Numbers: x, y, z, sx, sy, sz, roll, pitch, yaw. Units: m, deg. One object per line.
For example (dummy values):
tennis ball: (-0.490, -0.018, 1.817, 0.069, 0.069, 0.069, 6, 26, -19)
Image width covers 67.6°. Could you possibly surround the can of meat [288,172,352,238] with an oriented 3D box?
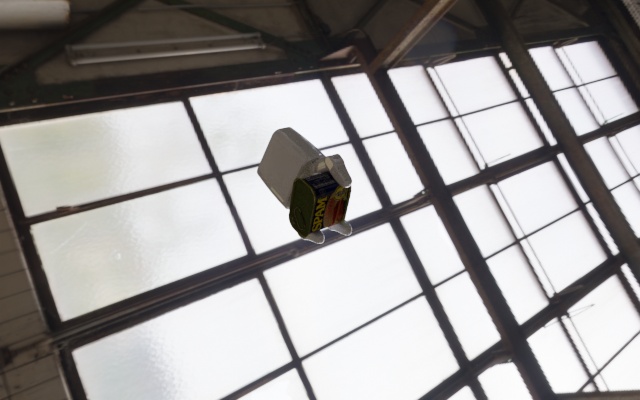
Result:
can of meat: (0.000, 0.002, 0.793, 0.084, 0.102, 0.057, -18, 45, -34)
